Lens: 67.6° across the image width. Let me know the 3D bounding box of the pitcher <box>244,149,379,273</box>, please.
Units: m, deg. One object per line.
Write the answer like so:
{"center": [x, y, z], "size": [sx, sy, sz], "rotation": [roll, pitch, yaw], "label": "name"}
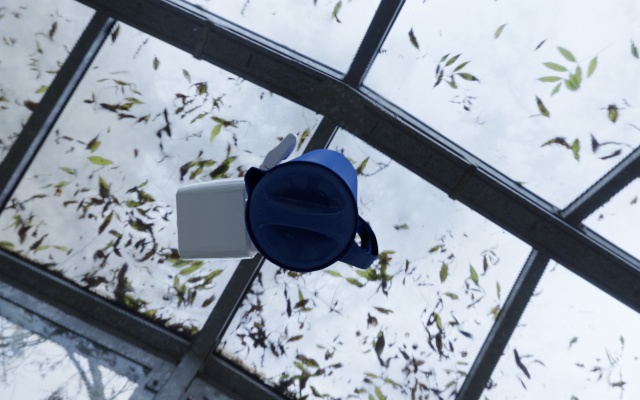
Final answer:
{"center": [0.000, 0.002, 0.656], "size": [0.145, 0.149, 0.242], "rotation": [-8, 11, 10], "label": "pitcher"}
